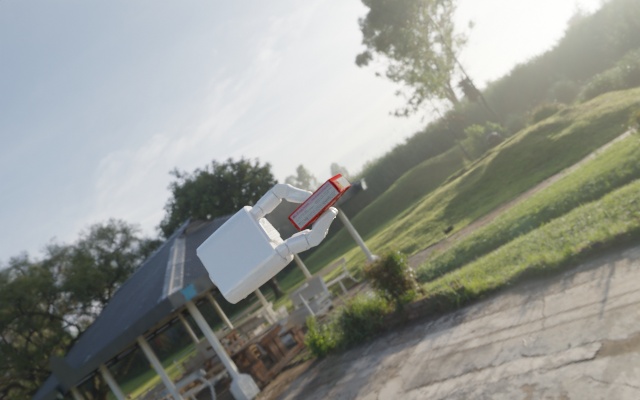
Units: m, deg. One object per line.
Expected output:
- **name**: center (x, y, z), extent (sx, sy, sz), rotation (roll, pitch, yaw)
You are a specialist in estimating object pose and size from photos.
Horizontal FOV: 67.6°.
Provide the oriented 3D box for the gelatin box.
- **gelatin box**: center (0.000, 0.002, 0.716), extent (0.089, 0.030, 0.073), rotation (-44, -4, 17)
